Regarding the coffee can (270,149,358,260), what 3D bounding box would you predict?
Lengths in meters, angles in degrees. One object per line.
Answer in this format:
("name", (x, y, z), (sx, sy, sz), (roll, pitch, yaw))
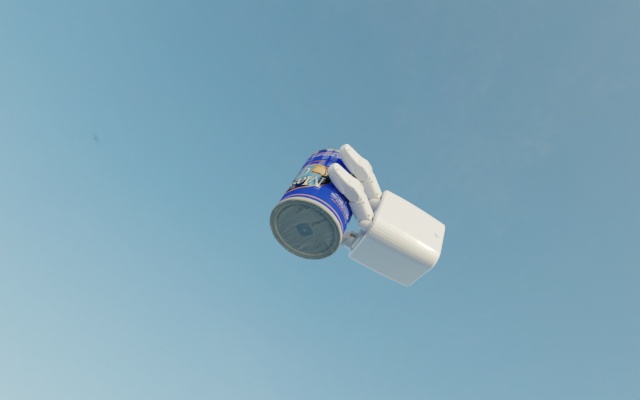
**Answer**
("coffee can", (0.000, 0.002, 0.697), (0.103, 0.103, 0.140), (0, 34, 22))
